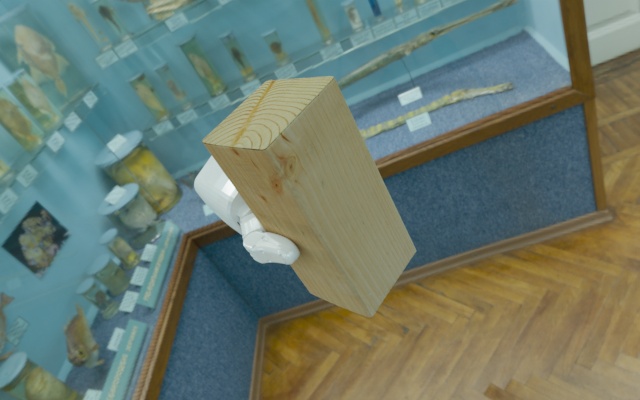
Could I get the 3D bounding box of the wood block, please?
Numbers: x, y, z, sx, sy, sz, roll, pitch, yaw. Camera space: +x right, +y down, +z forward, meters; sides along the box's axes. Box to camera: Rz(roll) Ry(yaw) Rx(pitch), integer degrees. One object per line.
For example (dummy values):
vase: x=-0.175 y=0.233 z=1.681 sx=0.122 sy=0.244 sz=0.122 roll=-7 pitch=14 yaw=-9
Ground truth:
wood block: x=0.000 y=0.001 z=0.438 sx=0.090 sy=0.206 sz=0.090 roll=12 pitch=53 yaw=45
